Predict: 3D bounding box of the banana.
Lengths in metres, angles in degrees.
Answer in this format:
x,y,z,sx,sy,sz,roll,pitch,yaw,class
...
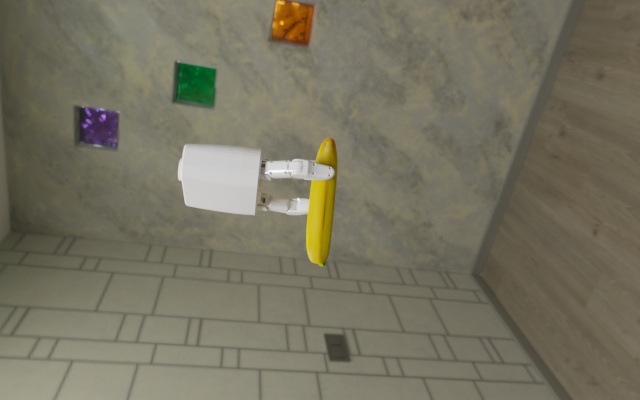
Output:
x,y,z,sx,sy,sz,roll,pitch,yaw,class
0.001,0.009,0.689,0.037,0.198,0.069,5,11,-4,banana
